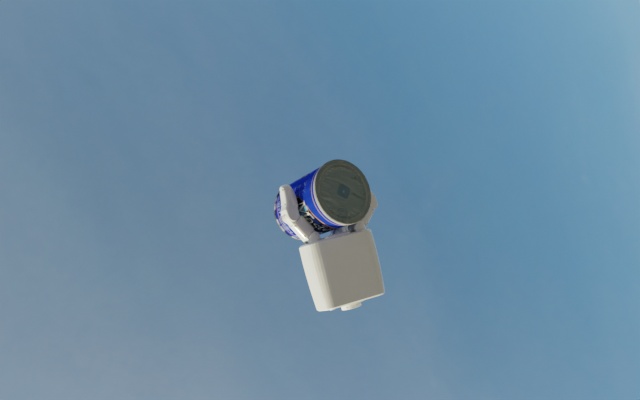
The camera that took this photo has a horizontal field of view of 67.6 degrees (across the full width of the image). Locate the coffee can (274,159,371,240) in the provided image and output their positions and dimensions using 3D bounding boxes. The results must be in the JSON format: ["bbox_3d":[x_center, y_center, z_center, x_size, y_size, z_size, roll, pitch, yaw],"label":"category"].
[{"bbox_3d":[0.000,0.002,0.780,0.103,0.102,0.140,0,-14,-32],"label":"coffee can"}]
